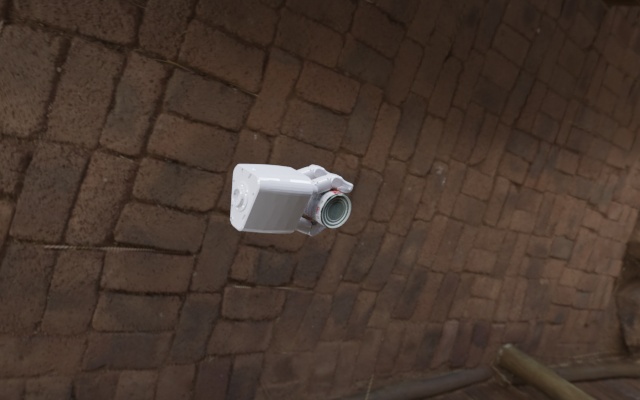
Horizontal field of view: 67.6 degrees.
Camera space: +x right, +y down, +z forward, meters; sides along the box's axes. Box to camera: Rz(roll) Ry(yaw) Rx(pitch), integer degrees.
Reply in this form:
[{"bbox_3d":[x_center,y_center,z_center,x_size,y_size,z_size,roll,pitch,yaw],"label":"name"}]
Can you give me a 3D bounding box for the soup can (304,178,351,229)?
[{"bbox_3d":[0.001,0.003,0.879,0.068,0.068,0.102,0,19,-37],"label":"soup can"}]
